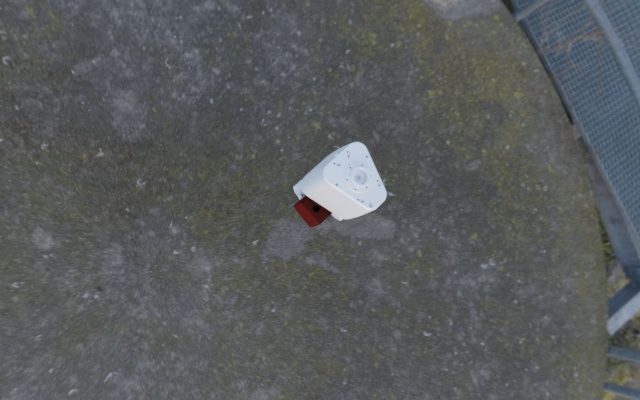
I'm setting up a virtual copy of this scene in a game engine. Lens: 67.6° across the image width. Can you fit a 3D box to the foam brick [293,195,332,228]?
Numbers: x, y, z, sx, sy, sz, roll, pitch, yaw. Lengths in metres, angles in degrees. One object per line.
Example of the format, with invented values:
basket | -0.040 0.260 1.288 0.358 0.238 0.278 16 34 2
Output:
foam brick | 0.000 0.003 0.862 0.078 0.053 0.051 -43 7 -20
